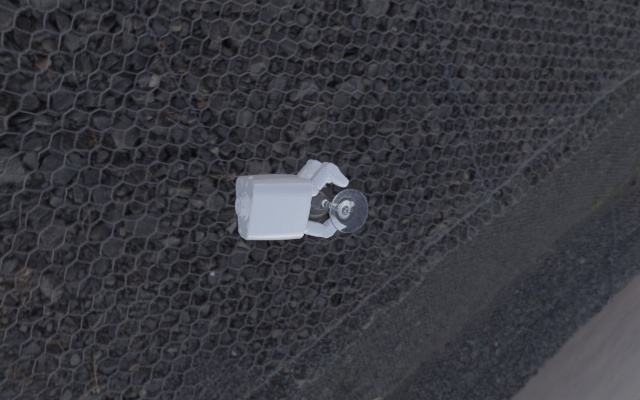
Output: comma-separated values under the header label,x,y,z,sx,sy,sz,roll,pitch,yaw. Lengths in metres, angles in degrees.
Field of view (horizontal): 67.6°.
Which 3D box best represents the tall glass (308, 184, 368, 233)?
label,x,y,z,sx,sy,sz,roll,pitch,yaw
tall glass,0.001,0.003,0.876,0.079,0.079,0.201,0,9,-29
